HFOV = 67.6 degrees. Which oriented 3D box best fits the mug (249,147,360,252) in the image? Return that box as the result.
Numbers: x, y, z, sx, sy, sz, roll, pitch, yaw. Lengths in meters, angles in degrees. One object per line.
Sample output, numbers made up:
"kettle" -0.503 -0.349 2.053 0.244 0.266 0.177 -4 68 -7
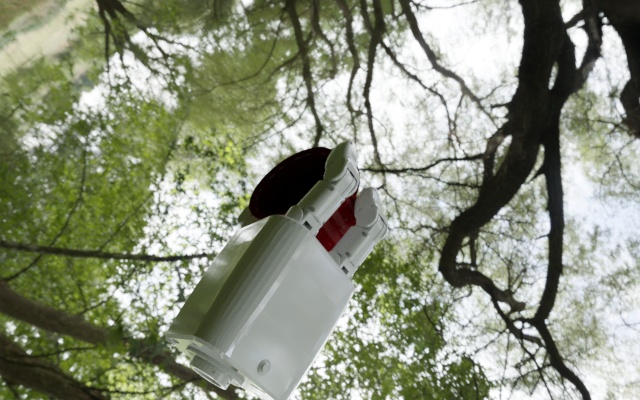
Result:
"mug" 0.001 0.001 0.455 0.093 0.117 0.081 3 -42 46
